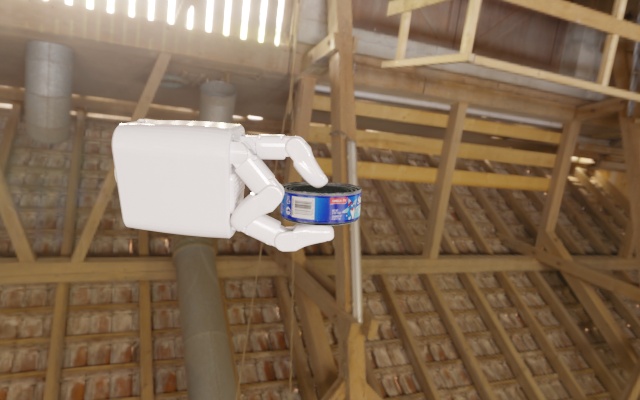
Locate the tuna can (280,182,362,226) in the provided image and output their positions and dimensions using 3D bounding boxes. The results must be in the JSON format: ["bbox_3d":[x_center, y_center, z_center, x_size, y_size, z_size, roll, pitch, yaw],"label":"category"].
[{"bbox_3d":[0.000,0.002,0.505,0.086,0.034,0.086,2,10,0],"label":"tuna can"}]
